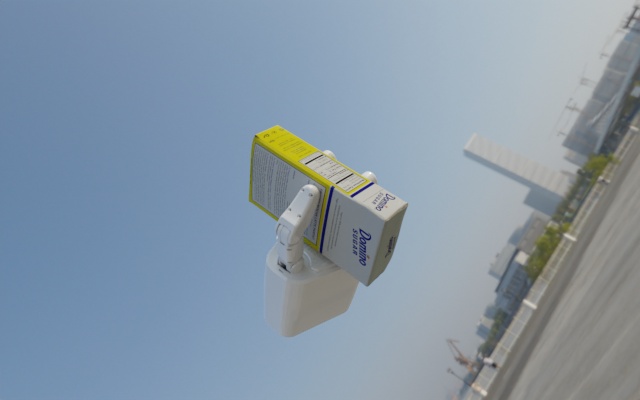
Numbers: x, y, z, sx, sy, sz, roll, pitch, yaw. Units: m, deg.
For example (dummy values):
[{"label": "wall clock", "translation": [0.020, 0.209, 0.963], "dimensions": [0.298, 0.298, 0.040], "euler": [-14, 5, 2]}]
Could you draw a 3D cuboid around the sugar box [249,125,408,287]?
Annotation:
[{"label": "sugar box", "translation": [0.000, 0.001, 0.499], "dimensions": [0.176, 0.093, 0.048], "euler": [32, 44, 25]}]
